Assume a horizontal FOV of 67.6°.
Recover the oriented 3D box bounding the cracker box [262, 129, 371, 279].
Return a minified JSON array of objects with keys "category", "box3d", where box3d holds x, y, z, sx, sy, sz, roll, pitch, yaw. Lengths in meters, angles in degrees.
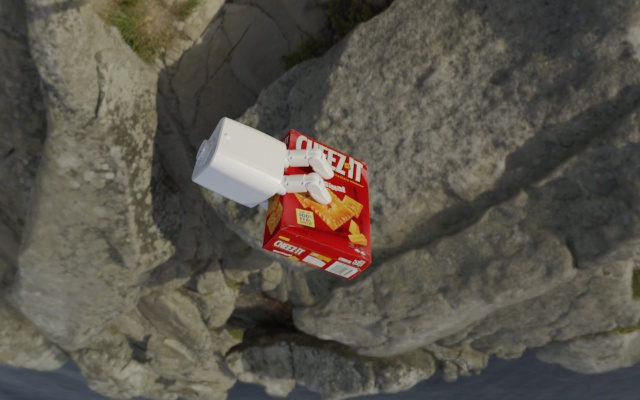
[{"category":"cracker box","box3d":[0.000,0.003,0.786,0.164,0.213,0.072,23,-43,-23]}]
